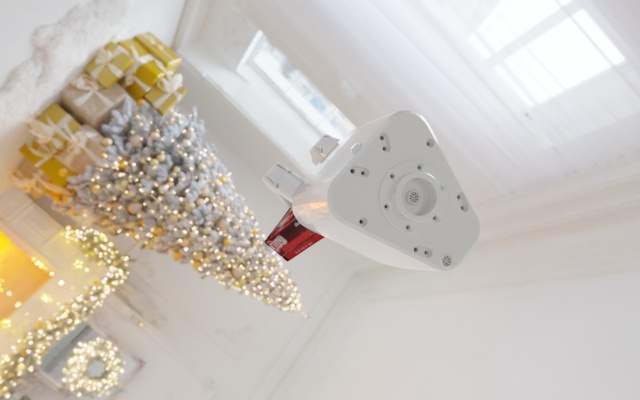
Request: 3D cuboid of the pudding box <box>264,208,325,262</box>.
[{"bbox_3d":[0.000,0.002,0.492,0.090,0.039,0.113,-36,12,50],"label":"pudding box"}]
